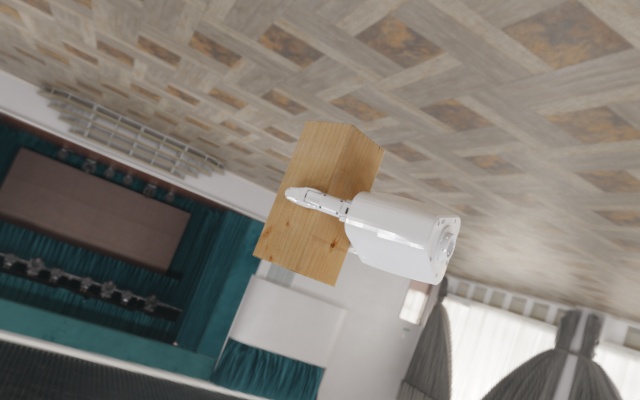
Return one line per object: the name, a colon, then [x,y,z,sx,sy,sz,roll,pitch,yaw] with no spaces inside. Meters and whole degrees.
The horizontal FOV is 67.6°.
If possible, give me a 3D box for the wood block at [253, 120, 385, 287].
wood block: [0.000,0.002,0.669,0.090,0.206,0.091,14,-11,42]
